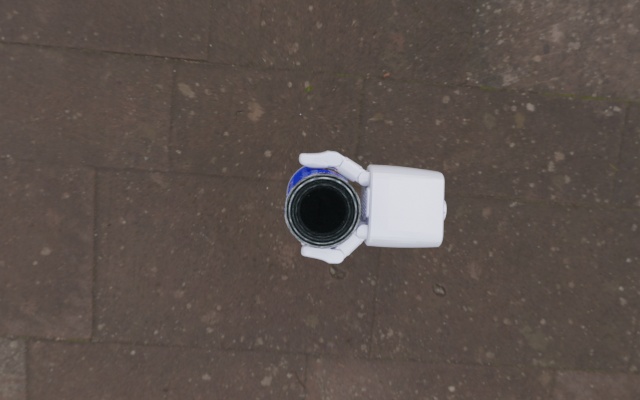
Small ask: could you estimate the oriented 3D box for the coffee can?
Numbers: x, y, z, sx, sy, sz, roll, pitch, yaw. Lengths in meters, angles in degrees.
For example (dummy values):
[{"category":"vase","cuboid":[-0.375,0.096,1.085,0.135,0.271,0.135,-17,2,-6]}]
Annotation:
[{"category":"coffee can","cuboid":[0.000,0.002,0.698,0.103,0.103,0.140,0,10,-2]}]
